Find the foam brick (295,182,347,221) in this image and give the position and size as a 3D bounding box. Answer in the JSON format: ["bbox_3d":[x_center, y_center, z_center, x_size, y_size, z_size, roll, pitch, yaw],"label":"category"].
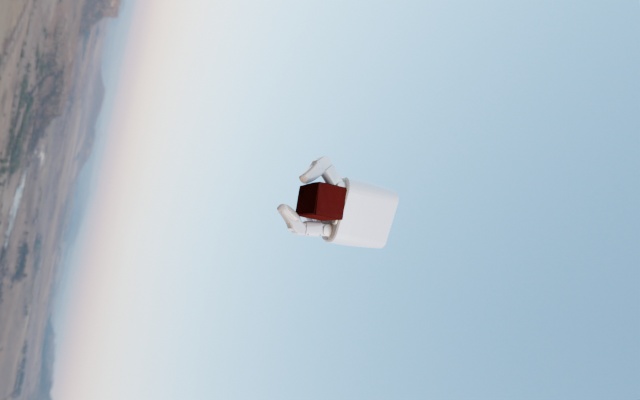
[{"bbox_3d":[0.000,0.003,0.765,0.051,0.053,0.078,12,-8,-25],"label":"foam brick"}]
